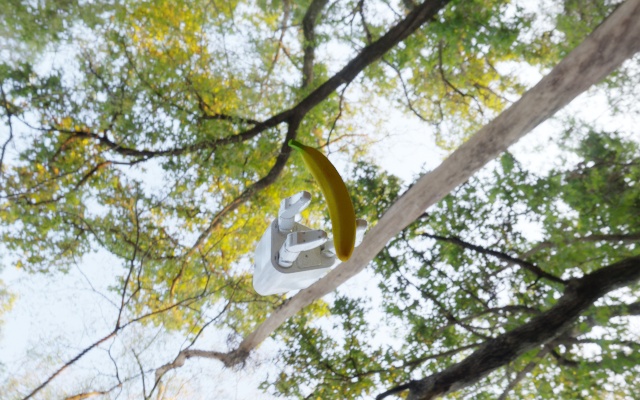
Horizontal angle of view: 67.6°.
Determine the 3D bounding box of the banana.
[{"bbox_3d":[0.014,-0.004,0.697,0.069,0.197,0.037,-11,-23,-36],"label":"banana"}]
